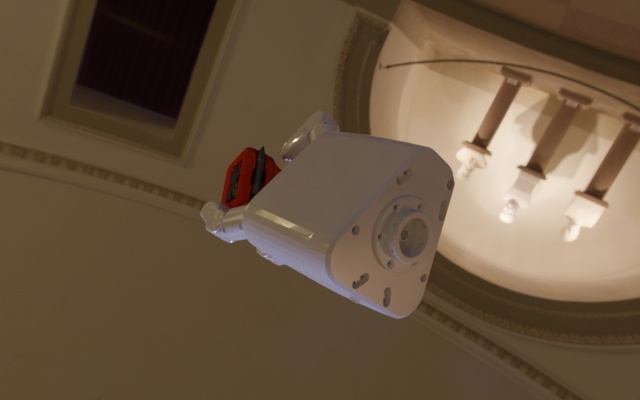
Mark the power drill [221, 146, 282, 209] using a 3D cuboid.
[{"bbox_3d":[0.000,0.002,0.479,0.187,0.057,0.184,9,-11,-18],"label":"power drill"}]
